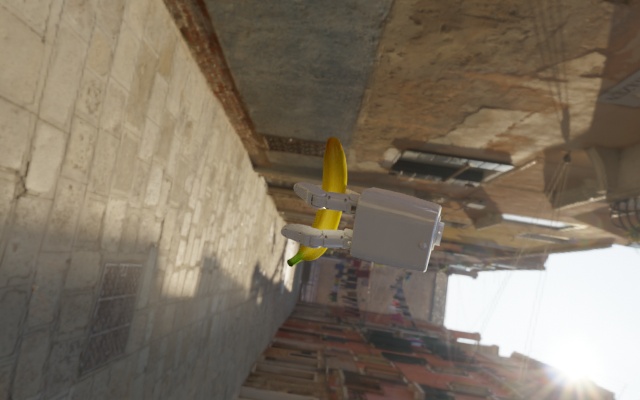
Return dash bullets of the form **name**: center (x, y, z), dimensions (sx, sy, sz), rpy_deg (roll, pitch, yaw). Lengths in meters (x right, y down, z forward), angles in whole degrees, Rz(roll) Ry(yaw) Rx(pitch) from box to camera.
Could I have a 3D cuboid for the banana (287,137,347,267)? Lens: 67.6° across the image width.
- **banana**: center (0.008, 0.007, 0.706), dimensions (0.037, 0.198, 0.069), rpy_deg (19, 4, 28)
